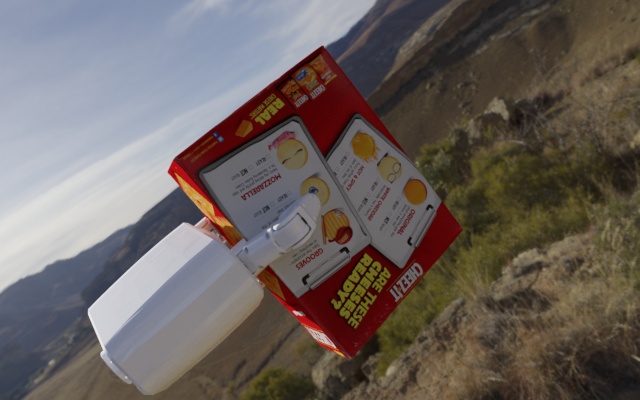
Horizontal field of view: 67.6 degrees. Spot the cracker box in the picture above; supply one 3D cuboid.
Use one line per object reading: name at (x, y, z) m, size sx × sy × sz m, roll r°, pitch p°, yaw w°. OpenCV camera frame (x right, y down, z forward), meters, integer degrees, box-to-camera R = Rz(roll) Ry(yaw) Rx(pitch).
cracker box at (0.000, 0.001, 0.425) m, size 0.164 × 0.214 × 0.072 m, roll -43°, pitch 11°, yaw -20°
